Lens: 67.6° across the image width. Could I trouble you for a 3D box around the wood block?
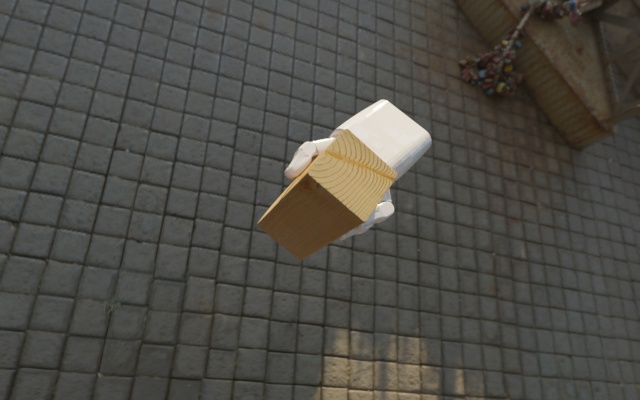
[{"bbox_3d":[0.000,0.002,0.655,0.091,0.090,0.206,41,-31,-5],"label":"wood block"}]
